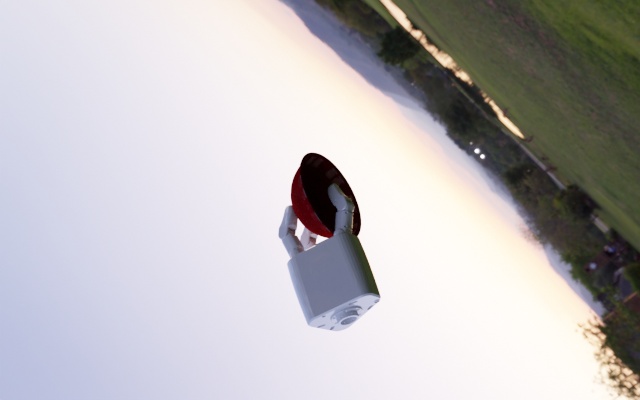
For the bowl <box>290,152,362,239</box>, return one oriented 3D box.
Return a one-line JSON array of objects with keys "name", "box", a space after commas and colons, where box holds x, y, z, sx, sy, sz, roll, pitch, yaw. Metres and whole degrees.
[{"name": "bowl", "box": [0.000, 0.002, 0.795, 0.055, 0.162, 0.162, -28, -15, 28]}]
